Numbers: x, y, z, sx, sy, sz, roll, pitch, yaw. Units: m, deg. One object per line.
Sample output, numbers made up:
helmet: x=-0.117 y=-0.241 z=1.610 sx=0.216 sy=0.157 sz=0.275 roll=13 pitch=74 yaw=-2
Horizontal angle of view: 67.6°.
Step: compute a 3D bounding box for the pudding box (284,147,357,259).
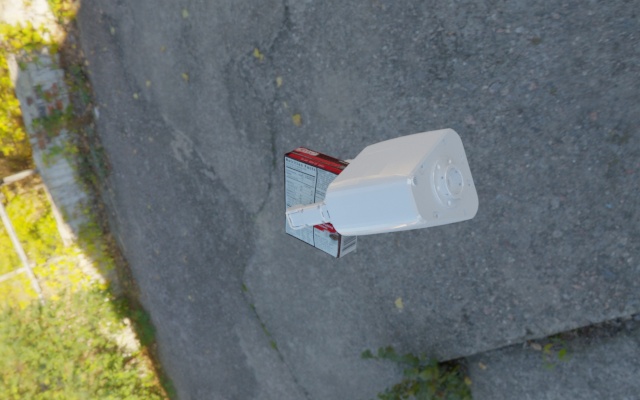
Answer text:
pudding box: x=0.000 y=0.002 z=0.565 sx=0.090 sy=0.113 sz=0.039 roll=23 pitch=34 yaw=35
